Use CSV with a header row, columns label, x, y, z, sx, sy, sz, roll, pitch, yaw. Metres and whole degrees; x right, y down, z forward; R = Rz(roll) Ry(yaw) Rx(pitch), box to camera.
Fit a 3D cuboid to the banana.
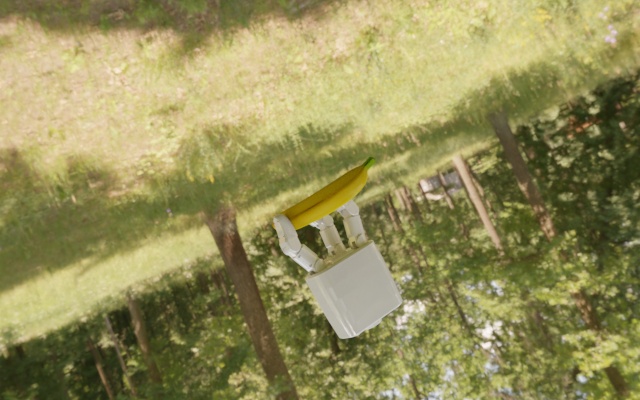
label,x,y,z,sx,sy,sz,roll,pitch,yaw
banana,-0.003,0.006,0.693,0.198,0.037,0.069,-31,4,25
